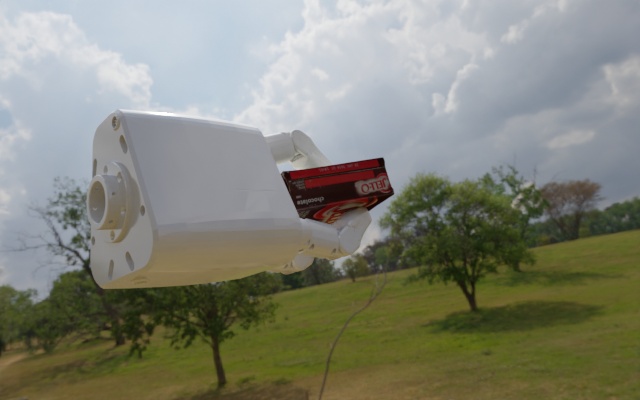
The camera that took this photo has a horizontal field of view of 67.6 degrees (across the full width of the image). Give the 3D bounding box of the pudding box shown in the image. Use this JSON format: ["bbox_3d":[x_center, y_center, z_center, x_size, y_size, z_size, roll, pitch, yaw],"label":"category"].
[{"bbox_3d":[0.000,0.001,0.424,0.090,0.039,0.113,-9,-11,-19],"label":"pudding box"}]
